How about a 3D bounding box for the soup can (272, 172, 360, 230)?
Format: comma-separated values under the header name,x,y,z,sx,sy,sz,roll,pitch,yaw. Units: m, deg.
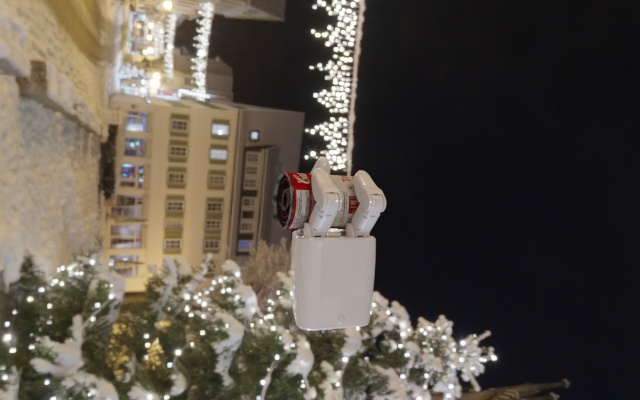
name,x,y,z,sx,sy,sz,roll,pitch,yaw
soup can,0.000,0.001,0.580,0.102,0.068,0.068,2,-1,-23
